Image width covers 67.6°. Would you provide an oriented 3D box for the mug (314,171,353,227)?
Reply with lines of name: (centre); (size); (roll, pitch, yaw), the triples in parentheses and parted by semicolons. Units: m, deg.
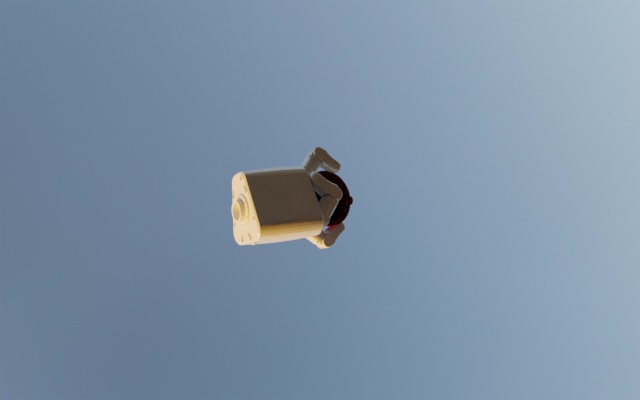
mug: (0.001, 0.003, 0.816); (0.117, 0.093, 0.081); (-4, -8, -34)
